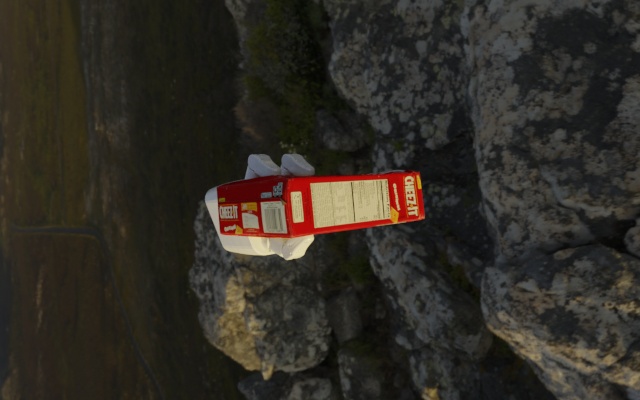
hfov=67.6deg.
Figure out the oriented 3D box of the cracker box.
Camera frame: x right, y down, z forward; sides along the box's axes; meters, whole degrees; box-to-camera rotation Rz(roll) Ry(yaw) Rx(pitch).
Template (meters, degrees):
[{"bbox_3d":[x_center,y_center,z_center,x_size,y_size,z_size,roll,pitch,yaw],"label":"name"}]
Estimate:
[{"bbox_3d":[0.000,0.002,0.613,0.213,0.072,0.164,-5,1,-38],"label":"cracker box"}]
